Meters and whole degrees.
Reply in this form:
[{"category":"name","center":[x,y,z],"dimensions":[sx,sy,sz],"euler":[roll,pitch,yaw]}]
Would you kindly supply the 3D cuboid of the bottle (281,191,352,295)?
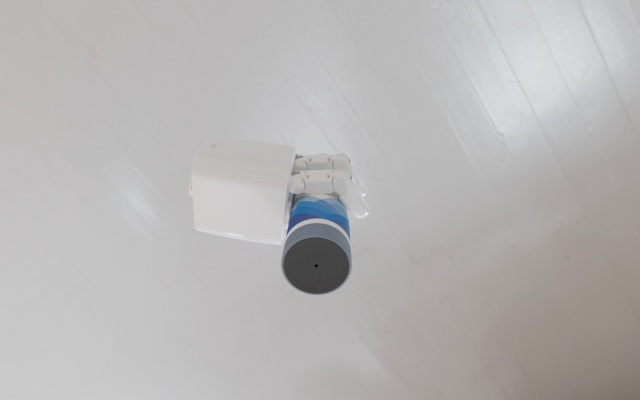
[{"category":"bottle","center":[0.000,0.002,0.579],"dimensions":[0.069,0.069,0.295],"euler":[0,24,2]}]
